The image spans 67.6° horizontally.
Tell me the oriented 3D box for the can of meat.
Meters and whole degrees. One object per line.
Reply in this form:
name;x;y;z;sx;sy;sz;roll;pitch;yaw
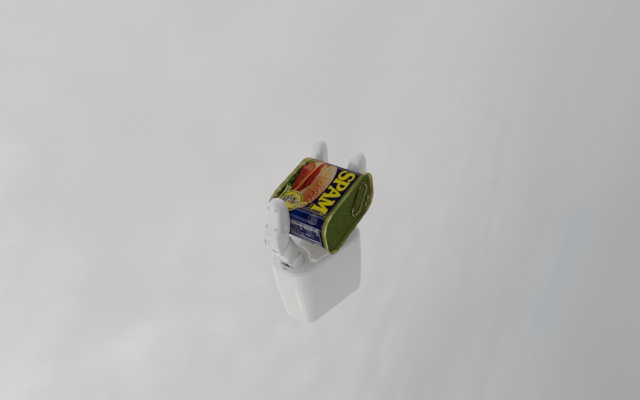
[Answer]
can of meat;0.000;0.002;0.549;0.084;0.057;0.102;20;52;28
